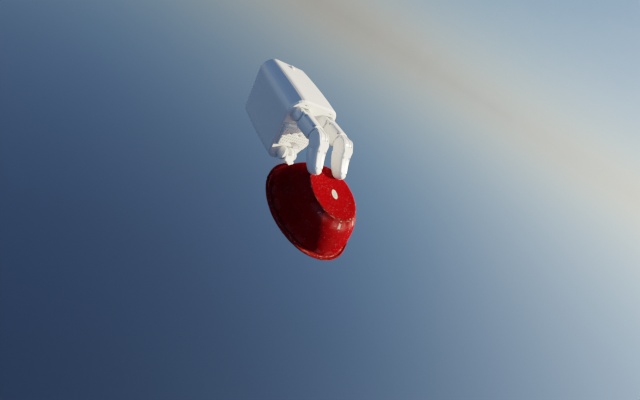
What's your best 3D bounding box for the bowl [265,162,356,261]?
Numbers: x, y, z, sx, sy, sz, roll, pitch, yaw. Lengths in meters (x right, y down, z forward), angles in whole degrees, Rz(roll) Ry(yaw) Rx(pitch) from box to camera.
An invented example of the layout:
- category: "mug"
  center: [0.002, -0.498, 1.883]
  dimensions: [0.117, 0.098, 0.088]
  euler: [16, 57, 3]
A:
- category: "bowl"
  center: [0.001, 0.003, 0.685]
  dimensions: [0.055, 0.162, 0.162]
  euler: [-34, -20, 33]
